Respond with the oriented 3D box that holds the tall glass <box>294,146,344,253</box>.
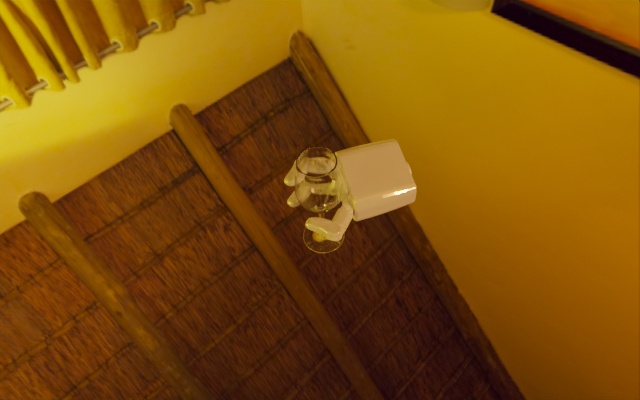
[{"bbox_3d":[0.000,0.003,0.779,0.079,0.079,0.201,0,-37,5],"label":"tall glass"}]
